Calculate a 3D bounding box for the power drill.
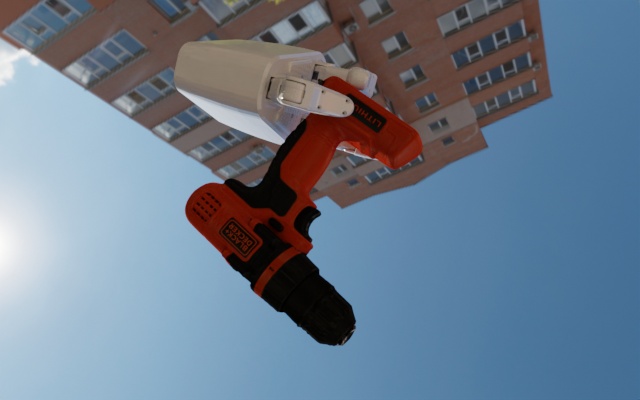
[{"bbox_3d":[0.000,0.001,0.408,0.184,0.187,0.057,40,-6,16],"label":"power drill"}]
